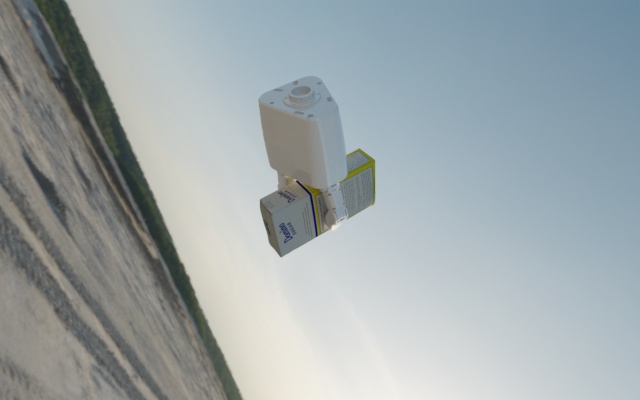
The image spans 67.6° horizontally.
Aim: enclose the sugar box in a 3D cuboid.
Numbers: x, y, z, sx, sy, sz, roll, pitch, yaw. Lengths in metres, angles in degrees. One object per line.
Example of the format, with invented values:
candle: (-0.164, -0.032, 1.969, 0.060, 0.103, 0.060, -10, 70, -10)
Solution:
sugar box: (0.000, 0.002, 0.700, 0.176, 0.093, 0.048, -26, 46, -20)
